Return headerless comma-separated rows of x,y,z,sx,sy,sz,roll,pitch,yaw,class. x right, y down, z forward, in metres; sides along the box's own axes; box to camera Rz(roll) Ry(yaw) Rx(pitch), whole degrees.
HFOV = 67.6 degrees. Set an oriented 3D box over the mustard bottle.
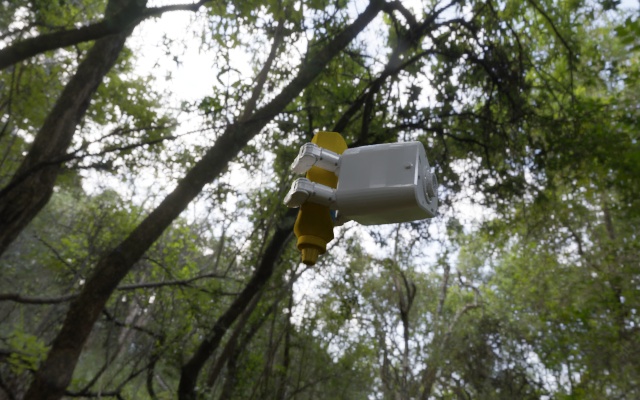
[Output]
0.000,0.002,0.686,0.058,0.191,0.096,7,-29,5,mustard bottle
